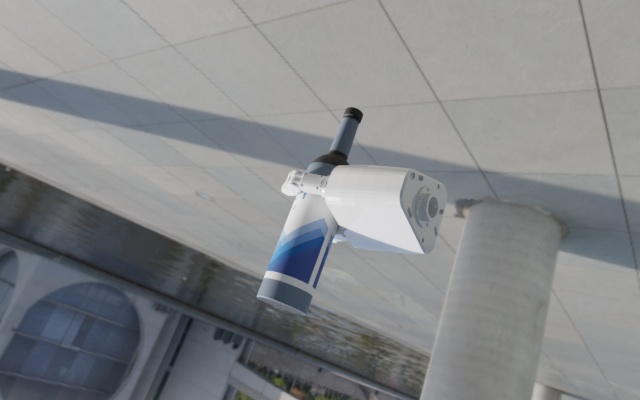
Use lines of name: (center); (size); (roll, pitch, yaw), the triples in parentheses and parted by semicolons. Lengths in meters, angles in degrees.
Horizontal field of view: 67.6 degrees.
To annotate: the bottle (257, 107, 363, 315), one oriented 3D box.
bottle: (0.000, 0.002, 0.645); (0.069, 0.295, 0.069); (18, -19, 7)
